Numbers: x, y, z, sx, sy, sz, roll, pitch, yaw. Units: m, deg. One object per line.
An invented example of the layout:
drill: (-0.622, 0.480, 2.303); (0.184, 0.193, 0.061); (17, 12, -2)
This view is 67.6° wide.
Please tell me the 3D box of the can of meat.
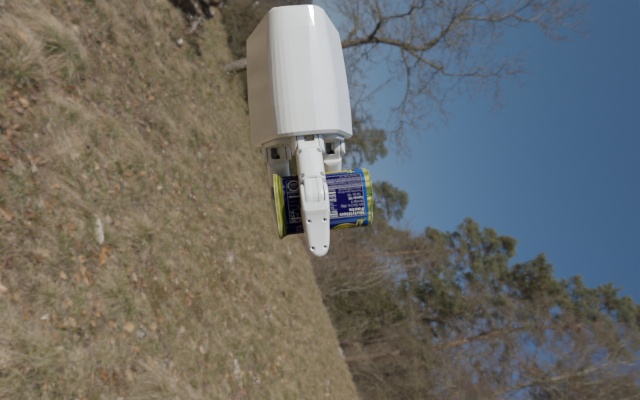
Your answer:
can of meat: (0.000, 0.002, 0.450); (0.084, 0.057, 0.102); (-6, 0, -4)
